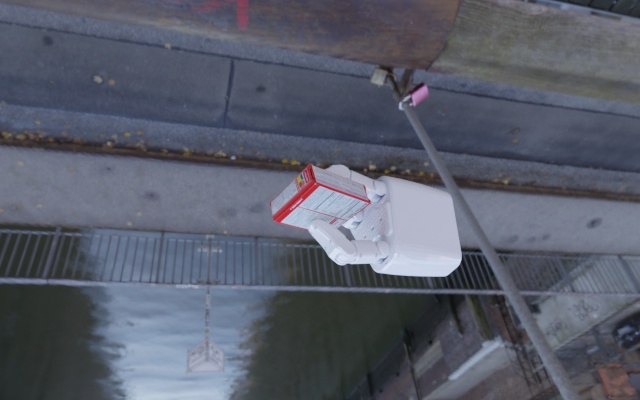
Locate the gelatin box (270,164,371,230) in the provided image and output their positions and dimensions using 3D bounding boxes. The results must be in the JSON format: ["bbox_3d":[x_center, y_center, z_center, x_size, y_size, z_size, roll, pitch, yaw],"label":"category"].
[{"bbox_3d":[0.000,0.002,0.535,0.089,0.030,0.073,17,-46,-40],"label":"gelatin box"}]
